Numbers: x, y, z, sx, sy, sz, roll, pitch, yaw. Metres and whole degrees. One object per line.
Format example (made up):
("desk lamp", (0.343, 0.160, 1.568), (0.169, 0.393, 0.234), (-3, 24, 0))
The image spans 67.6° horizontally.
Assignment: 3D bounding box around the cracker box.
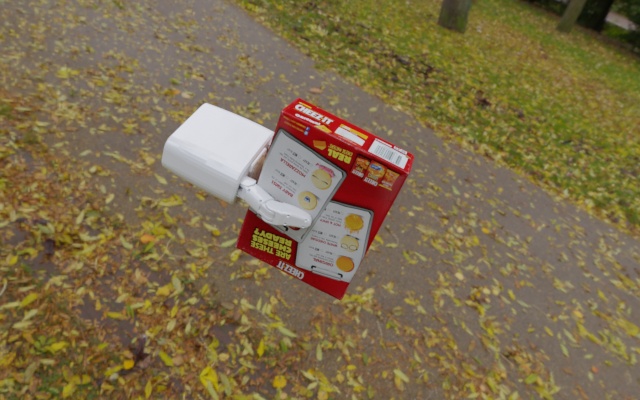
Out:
("cracker box", (0.000, 0.002, 0.615), (0.164, 0.214, 0.072), (26, 32, 5))
